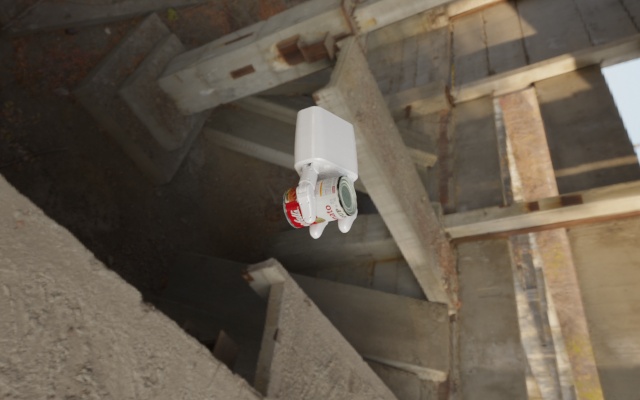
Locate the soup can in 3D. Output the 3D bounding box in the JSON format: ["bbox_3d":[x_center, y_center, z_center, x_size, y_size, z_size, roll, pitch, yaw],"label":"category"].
[{"bbox_3d":[0.000,0.003,0.776,0.102,0.068,0.068,-13,-6,26],"label":"soup can"}]
